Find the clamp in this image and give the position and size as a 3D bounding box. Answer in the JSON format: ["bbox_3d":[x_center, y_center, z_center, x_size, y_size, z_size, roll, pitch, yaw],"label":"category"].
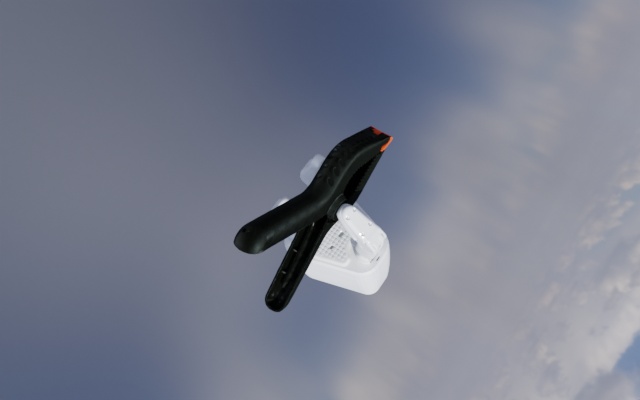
[{"bbox_3d":[0.001,0.002,0.451,0.036,0.210,0.165,32,-16,19],"label":"clamp"}]
